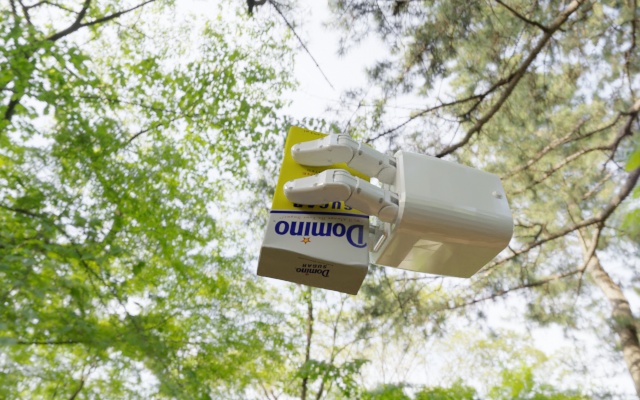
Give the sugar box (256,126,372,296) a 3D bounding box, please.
[{"bbox_3d":[0.000,0.001,0.462,0.093,0.048,0.176,12,41,-5],"label":"sugar box"}]
